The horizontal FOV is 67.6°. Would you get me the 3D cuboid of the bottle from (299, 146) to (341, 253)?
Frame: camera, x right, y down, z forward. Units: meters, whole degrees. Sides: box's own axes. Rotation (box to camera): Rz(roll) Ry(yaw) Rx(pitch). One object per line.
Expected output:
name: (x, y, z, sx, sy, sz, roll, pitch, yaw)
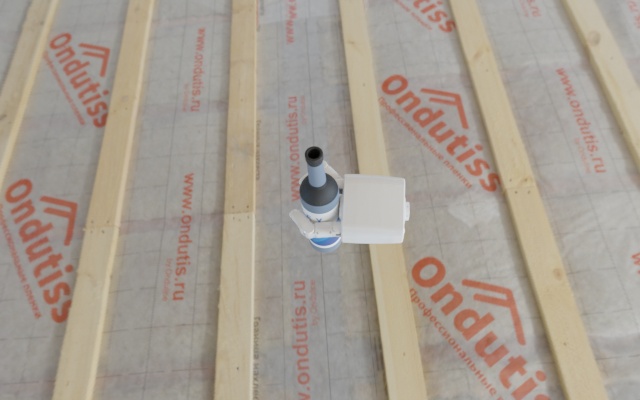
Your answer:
bottle: (0.000, 0.003, 0.828, 0.069, 0.069, 0.296, 0, -29, 4)
